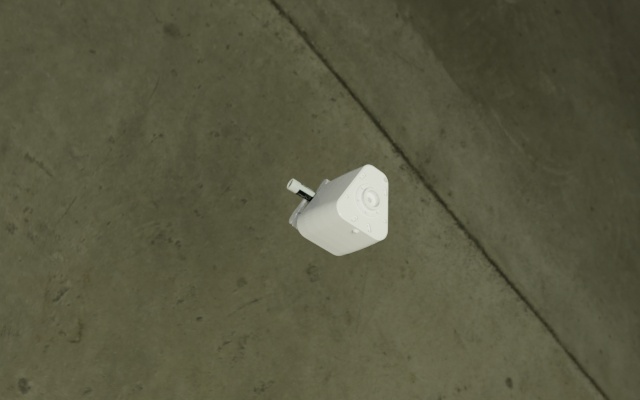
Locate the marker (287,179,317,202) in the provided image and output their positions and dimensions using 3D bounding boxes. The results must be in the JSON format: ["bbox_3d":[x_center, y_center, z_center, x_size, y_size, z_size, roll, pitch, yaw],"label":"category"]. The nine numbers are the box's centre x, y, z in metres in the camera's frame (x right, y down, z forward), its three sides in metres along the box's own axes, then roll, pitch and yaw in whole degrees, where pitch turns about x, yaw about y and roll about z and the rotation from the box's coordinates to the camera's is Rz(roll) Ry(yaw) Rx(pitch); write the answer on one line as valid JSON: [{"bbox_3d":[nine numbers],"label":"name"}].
[{"bbox_3d":[0.000,0.003,0.771,0.121,0.020,0.020,31,-13,-21],"label":"marker"}]
